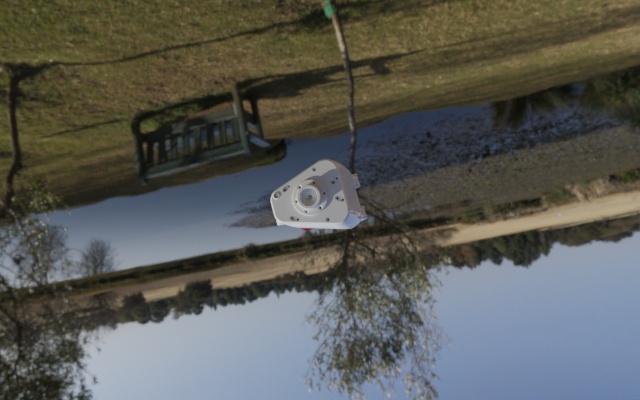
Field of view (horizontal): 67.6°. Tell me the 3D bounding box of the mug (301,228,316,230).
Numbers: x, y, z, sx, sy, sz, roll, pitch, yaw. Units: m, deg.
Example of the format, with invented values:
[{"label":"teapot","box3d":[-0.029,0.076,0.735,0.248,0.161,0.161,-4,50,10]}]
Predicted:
[{"label":"mug","box3d":[0.000,0.003,0.813,0.093,0.081,0.117,-15,-7,12]}]
